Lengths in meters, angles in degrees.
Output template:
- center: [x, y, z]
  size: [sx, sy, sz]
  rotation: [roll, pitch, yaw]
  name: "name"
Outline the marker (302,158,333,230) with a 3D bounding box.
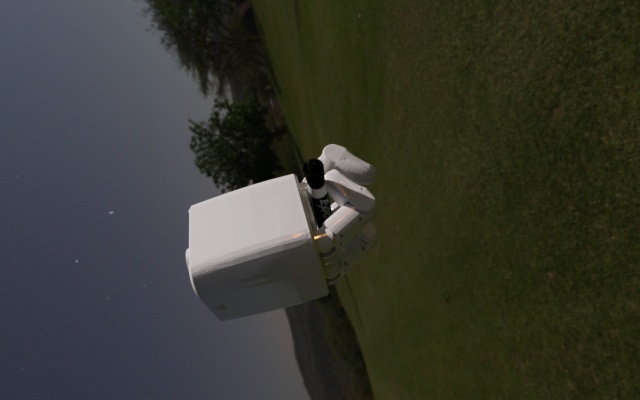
- center: [0.000, 0.001, 0.451]
  size: [0.020, 0.020, 0.121]
  rotation: [0, -33, 8]
  name: "marker"
